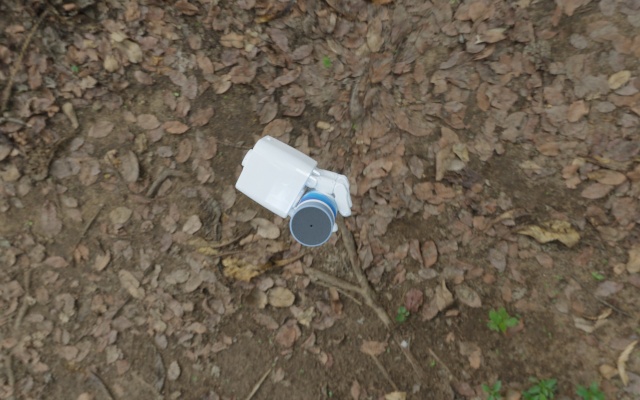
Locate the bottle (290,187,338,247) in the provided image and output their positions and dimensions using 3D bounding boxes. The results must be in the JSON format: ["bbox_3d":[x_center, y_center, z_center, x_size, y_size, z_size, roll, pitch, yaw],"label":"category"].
[{"bbox_3d":[0.000,0.003,0.867,0.069,0.069,0.295,0,14,6],"label":"bottle"}]
